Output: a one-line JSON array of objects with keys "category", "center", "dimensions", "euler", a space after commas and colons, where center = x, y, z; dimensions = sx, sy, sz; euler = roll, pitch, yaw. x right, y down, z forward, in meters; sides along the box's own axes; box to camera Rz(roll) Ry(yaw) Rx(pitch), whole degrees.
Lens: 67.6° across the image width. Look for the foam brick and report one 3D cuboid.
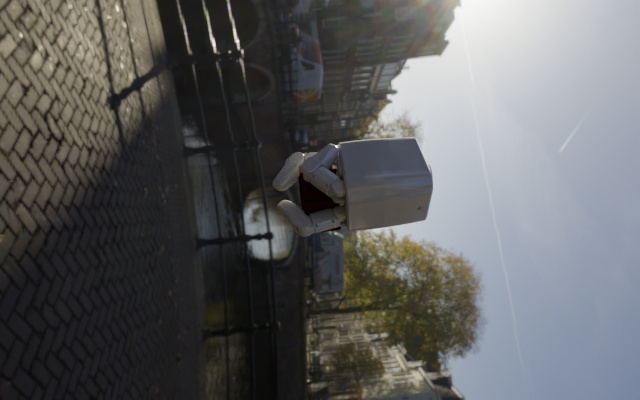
[{"category": "foam brick", "center": [0.000, 0.002, 0.653], "dimensions": [0.051, 0.053, 0.078], "euler": [-6, -35, 0]}]
